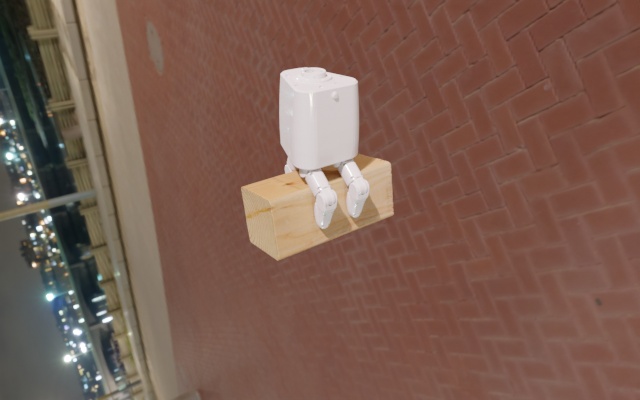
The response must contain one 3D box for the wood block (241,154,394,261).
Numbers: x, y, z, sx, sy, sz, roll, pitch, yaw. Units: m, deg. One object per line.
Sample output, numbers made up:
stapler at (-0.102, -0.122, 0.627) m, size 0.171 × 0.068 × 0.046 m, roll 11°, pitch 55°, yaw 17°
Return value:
wood block at (0.000, 0.002, 0.708) m, size 0.206 × 0.090 × 0.091 m, roll -19°, pitch 24°, yaw -29°
